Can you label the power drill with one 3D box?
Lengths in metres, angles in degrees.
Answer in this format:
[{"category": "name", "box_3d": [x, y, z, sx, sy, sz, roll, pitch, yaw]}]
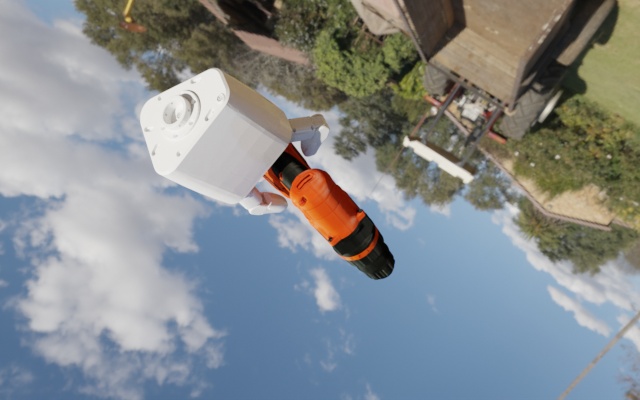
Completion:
[{"category": "power drill", "box_3d": [0.000, 0.002, 0.564, 0.187, 0.057, 0.184, 42, -6, 49]}]
